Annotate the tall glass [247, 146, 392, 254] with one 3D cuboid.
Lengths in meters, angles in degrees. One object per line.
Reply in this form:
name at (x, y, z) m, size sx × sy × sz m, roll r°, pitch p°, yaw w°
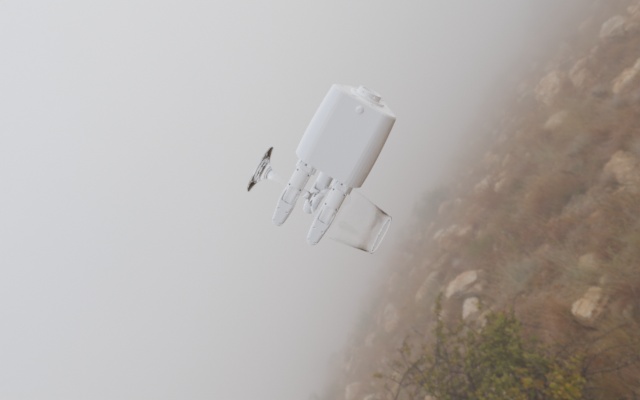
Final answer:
tall glass at (-0.001, 0.002, 0.686) m, size 0.201 × 0.079 × 0.079 m, roll 29°, pitch 0°, yaw 1°
